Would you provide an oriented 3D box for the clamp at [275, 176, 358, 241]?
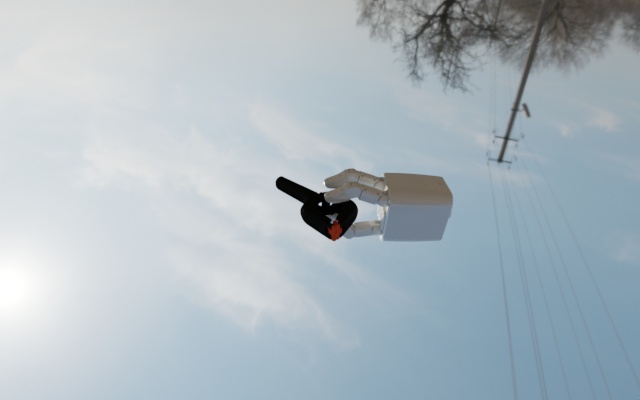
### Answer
[{"bbox_3d":[0.000,0.004,0.812,0.164,0.036,0.210,-1,27,0],"label":"clamp"}]
